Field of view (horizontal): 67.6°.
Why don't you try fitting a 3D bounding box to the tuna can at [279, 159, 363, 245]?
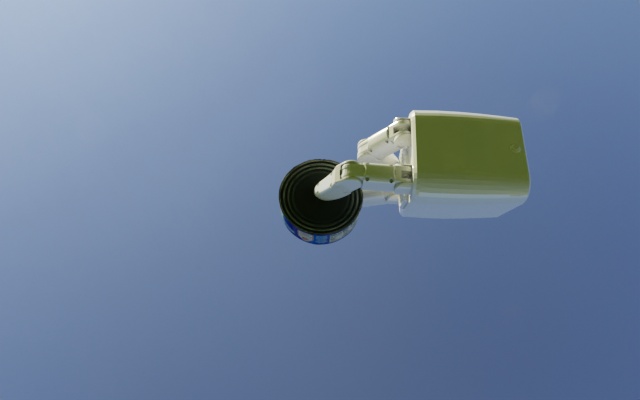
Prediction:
[{"bbox_3d":[0.000,0.002,0.497,0.086,0.086,0.034,0,-25,-2],"label":"tuna can"}]
